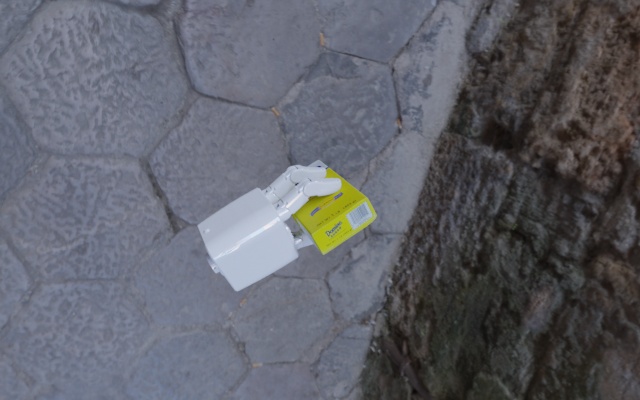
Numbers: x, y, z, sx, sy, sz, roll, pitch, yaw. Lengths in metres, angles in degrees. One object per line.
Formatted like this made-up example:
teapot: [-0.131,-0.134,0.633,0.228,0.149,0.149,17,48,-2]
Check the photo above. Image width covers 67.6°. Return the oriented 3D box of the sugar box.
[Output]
sugar box: [0.000,0.002,0.707,0.093,0.048,0.176,-33,33,-9]
